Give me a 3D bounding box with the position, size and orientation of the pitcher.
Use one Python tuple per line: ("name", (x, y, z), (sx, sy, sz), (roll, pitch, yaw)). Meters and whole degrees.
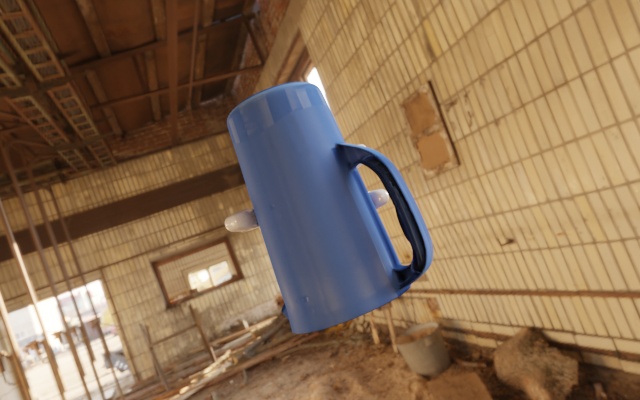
("pitcher", (0.000, 0.002, 0.501), (0.149, 0.243, 0.145), (-20, -3, -14))
